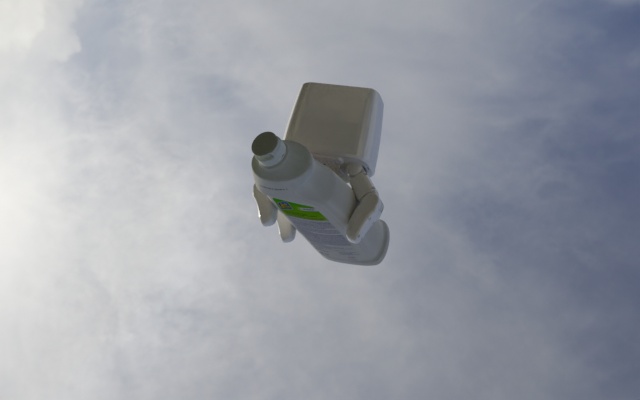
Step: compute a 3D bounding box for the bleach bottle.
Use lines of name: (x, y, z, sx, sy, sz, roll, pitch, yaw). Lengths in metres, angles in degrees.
bleach bottle: (0.000, 0.002, 0.557, 0.102, 0.068, 0.251, 2, -26, 25)
